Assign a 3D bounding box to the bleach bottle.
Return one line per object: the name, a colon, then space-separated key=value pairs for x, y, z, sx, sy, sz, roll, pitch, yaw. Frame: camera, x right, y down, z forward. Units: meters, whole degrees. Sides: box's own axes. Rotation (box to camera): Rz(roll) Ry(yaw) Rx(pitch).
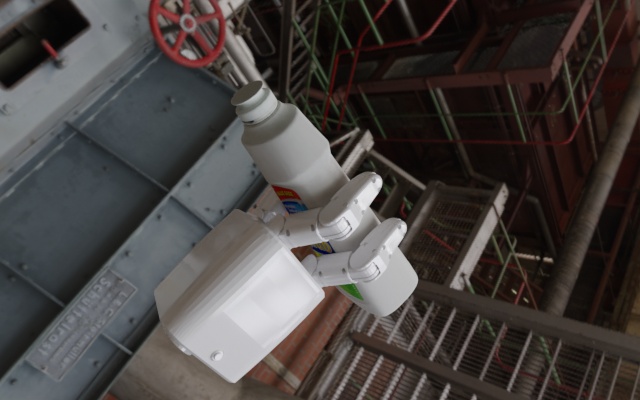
bleach bottle: x=0.000 y=0.001 z=0.428 sx=0.102 sy=0.068 sz=0.251 roll=30 pitch=-20 yaw=52
